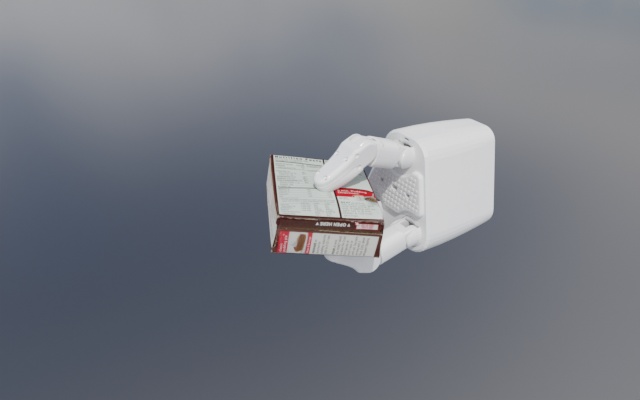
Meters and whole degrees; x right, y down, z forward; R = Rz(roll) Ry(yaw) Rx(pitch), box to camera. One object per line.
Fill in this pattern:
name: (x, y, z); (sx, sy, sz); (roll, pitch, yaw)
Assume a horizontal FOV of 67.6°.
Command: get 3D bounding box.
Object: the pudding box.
pudding box: (0.000, 0.001, 0.417); (0.090, 0.039, 0.113); (3, 29, -10)
